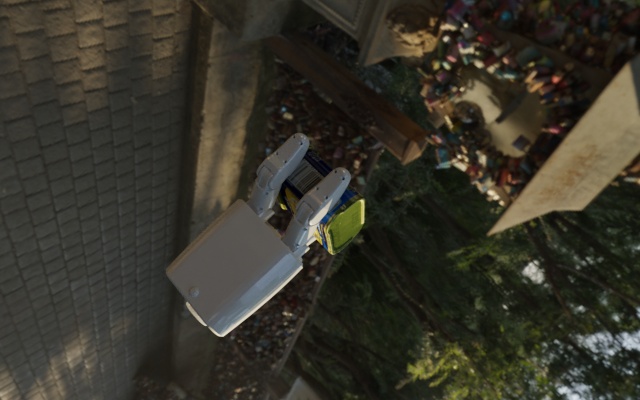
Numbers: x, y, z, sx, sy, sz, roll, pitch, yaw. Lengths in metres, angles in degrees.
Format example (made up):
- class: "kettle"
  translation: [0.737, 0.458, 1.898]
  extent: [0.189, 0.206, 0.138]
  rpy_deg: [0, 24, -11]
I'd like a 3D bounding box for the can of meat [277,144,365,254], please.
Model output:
- class: "can of meat"
  translation: [0.000, 0.002, 0.506]
  extent: [0.057, 0.084, 0.102]
  rpy_deg: [-41, -22, -13]
